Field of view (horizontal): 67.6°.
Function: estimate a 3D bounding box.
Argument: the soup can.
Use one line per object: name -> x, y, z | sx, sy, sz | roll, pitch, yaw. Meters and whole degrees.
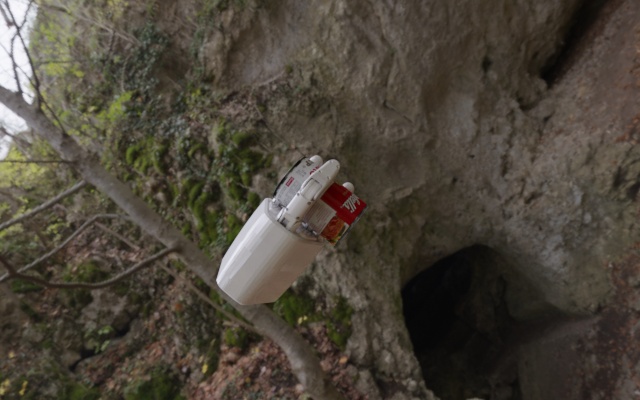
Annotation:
soup can -> 0.000, 0.001, 0.594 | 0.102, 0.068, 0.068 | 39, 4, 5
